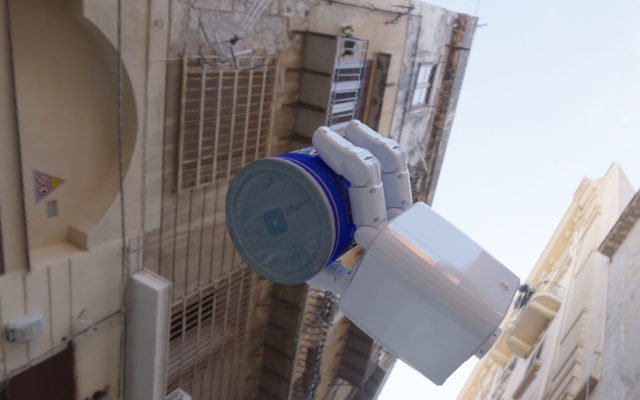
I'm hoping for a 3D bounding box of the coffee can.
[{"bbox_3d":[0.000,0.001,0.427,0.103,0.103,0.140,0,14,32],"label":"coffee can"}]
